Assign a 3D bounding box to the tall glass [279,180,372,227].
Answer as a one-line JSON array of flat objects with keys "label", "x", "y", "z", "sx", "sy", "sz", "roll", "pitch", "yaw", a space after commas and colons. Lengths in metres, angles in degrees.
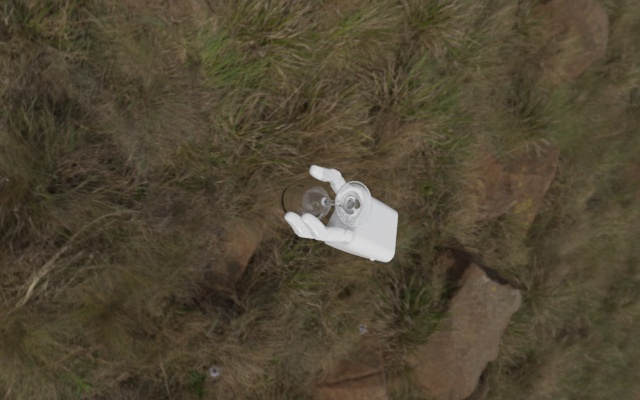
[{"label": "tall glass", "x": 0.000, "y": 0.003, "z": 0.846, "sx": 0.079, "sy": 0.079, "sz": 0.201, "roll": 0, "pitch": 2, "yaw": -33}]
